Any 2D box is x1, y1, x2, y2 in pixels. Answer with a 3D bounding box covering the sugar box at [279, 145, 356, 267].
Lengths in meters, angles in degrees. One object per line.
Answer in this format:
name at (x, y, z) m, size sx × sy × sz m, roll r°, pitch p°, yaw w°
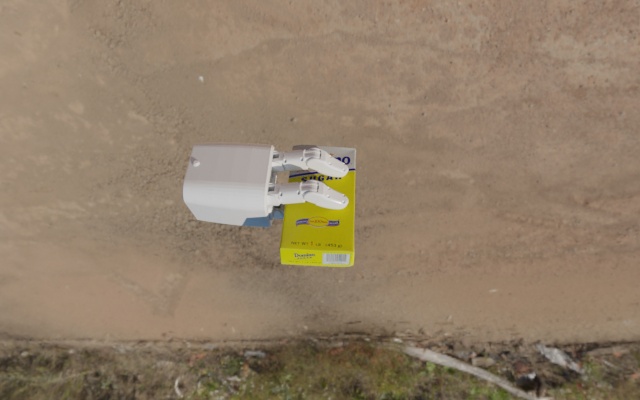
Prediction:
sugar box at (0.000, 0.002, 0.640) m, size 0.093 × 0.176 × 0.048 m, roll 3°, pitch -35°, yaw 0°
